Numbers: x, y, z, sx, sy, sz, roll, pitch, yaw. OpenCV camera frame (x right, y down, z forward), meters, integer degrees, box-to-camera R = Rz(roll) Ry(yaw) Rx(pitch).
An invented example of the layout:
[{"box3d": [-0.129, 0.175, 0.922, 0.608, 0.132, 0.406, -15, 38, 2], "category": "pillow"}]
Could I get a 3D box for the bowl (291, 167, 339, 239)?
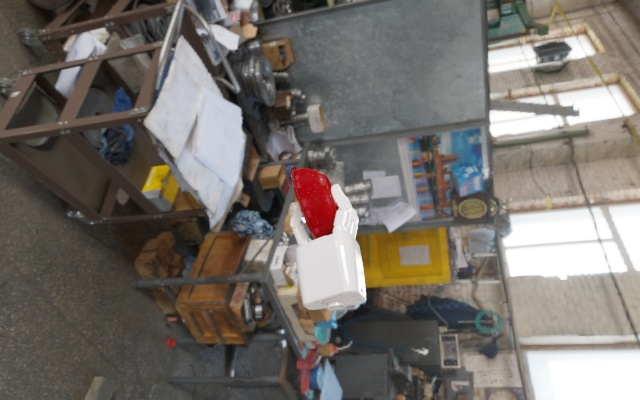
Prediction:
[{"box3d": [0.000, 0.002, 0.894, 0.055, 0.162, 0.162, -21, -3, 7], "category": "bowl"}]
